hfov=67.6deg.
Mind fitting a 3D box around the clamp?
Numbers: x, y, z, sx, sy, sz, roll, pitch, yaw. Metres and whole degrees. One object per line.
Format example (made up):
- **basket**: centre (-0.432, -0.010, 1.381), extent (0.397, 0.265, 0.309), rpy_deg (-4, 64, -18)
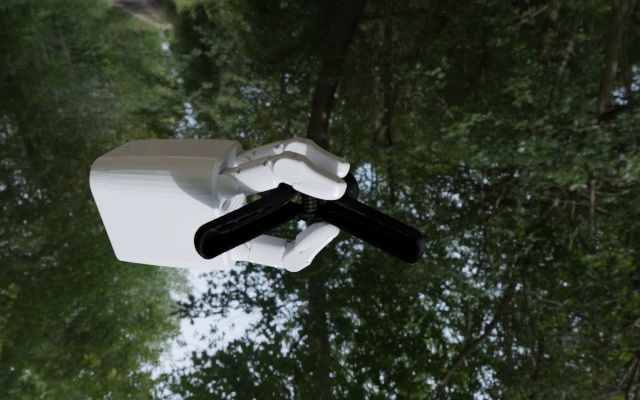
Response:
- **clamp**: centre (0.000, 0.002, 0.420), extent (0.164, 0.036, 0.210), rpy_deg (5, 21, 3)
